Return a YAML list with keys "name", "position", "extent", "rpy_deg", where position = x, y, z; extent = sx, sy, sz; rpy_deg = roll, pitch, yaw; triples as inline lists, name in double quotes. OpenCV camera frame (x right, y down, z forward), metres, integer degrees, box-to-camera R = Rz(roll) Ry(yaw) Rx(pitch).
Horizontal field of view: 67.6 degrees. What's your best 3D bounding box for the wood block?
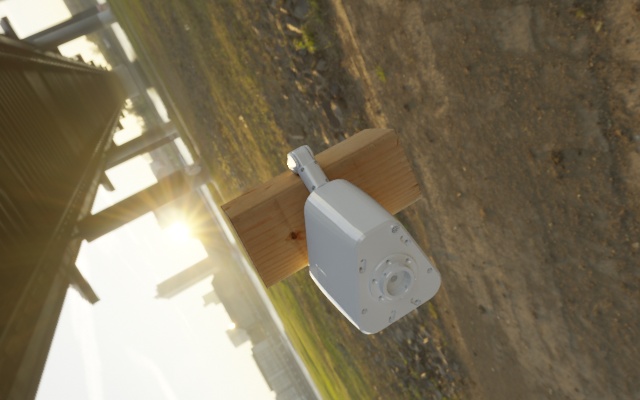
- name: "wood block"
  position: [0.000, 0.002, 0.558]
  extent: [0.206, 0.091, 0.090]
  rpy_deg: [-29, 16, -12]
